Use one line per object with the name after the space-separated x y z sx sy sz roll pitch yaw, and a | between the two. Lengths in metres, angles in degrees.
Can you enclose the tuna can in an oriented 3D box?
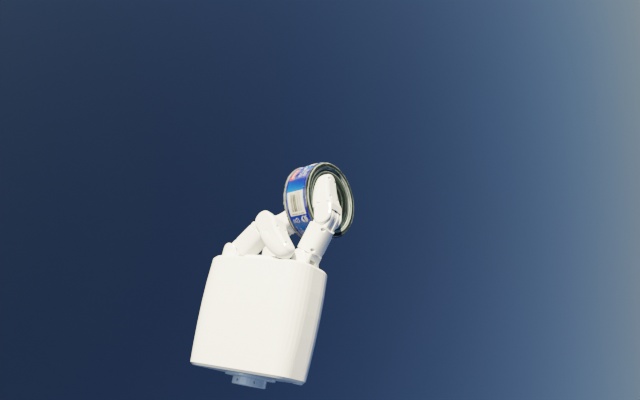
0.001 0.002 0.528 0.034 0.086 0.086 -13 -8 37 | tuna can
